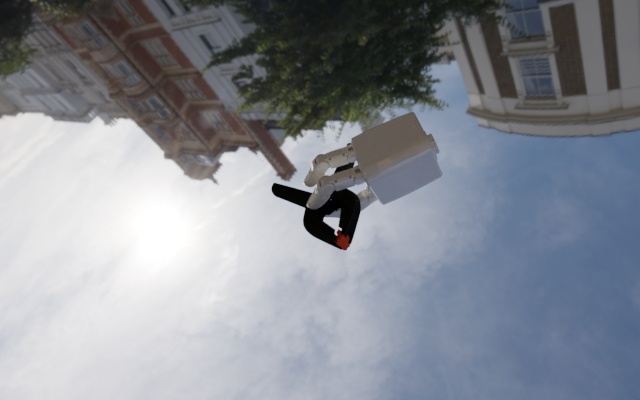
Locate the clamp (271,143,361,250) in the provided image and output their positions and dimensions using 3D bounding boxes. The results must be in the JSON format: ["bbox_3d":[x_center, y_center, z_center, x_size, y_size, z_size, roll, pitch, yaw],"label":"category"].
[{"bbox_3d":[0.001,0.003,0.762,0.164,0.209,0.036,-24,-49,11],"label":"clamp"}]
